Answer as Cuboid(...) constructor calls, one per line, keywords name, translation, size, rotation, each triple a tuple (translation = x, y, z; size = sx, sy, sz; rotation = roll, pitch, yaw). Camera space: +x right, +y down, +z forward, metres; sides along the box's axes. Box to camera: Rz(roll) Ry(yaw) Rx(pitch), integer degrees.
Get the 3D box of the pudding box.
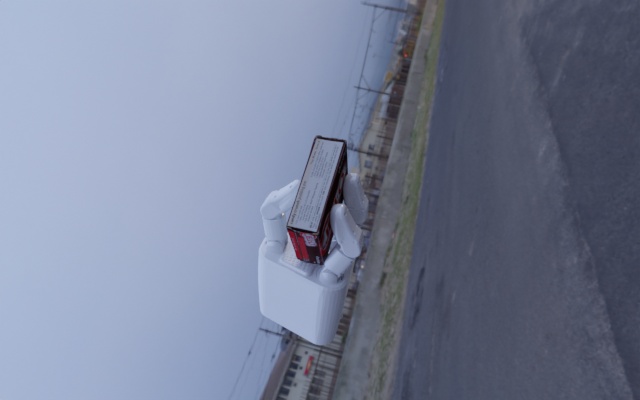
Cuboid(name="pudding box", translation=(0.000, 0.002, 0.512), size=(0.039, 0.113, 0.090), rotation=(11, -25, 9))
